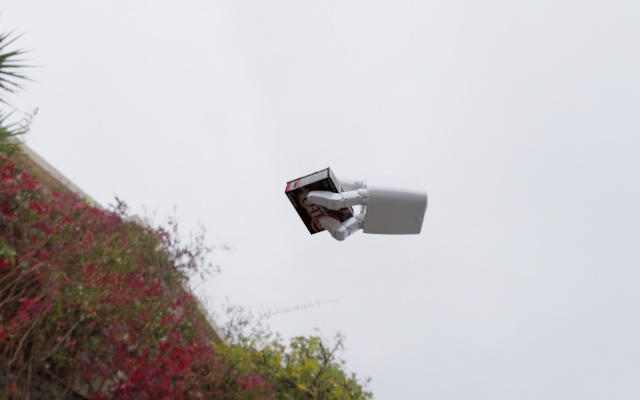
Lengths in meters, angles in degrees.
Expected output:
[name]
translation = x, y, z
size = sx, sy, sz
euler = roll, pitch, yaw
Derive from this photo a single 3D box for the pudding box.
[pudding box]
translation = 0.000, 0.003, 0.862
size = 0.090, 0.113, 0.039
euler = -19, 33, 16
